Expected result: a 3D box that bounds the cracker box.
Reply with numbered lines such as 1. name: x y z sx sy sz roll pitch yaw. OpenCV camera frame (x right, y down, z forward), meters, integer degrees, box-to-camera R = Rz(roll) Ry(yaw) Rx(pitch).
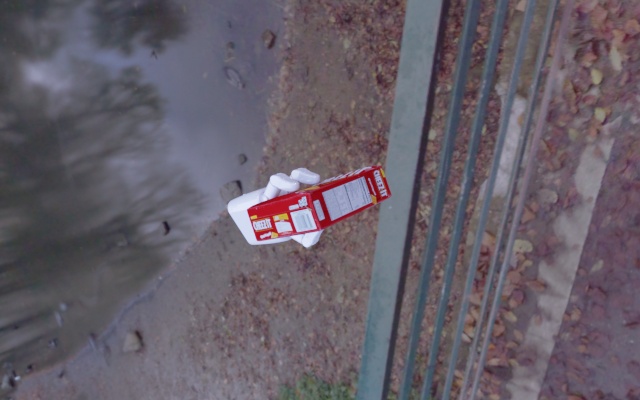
1. cracker box: 0.000 0.003 0.870 0.164 0.072 0.213 -14 6 43
